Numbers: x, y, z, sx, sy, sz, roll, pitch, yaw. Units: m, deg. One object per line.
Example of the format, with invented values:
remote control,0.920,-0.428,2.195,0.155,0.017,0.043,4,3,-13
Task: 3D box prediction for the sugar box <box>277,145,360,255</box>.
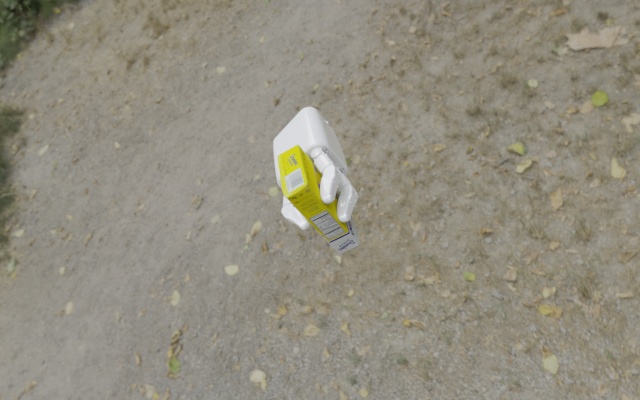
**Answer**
sugar box,0.001,0.002,0.754,0.048,0.093,0.176,-29,-45,17
